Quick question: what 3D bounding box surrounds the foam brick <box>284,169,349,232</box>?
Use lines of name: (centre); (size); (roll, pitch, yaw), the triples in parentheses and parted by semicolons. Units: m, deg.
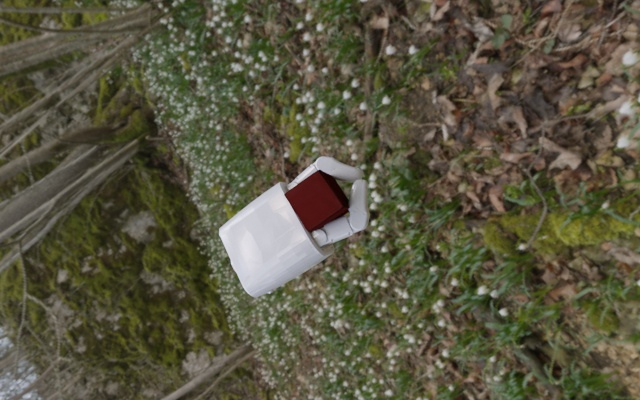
foam brick: (0.000, 0.002, 0.565); (0.051, 0.053, 0.078); (-34, -9, 9)
